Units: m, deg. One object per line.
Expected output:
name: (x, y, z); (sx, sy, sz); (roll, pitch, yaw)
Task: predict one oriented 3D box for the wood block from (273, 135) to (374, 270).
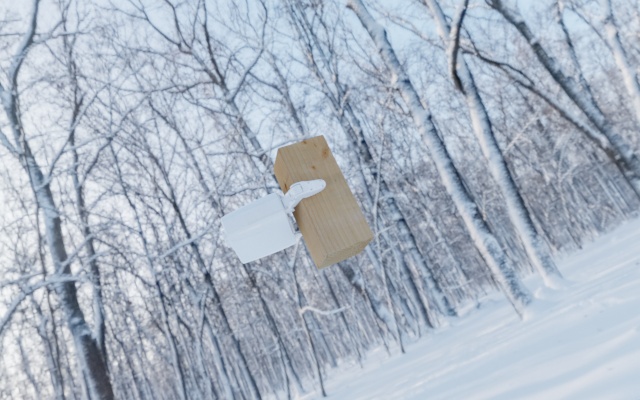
wood block: (0.000, 0.003, 0.837); (0.090, 0.206, 0.091); (-19, -18, -19)
